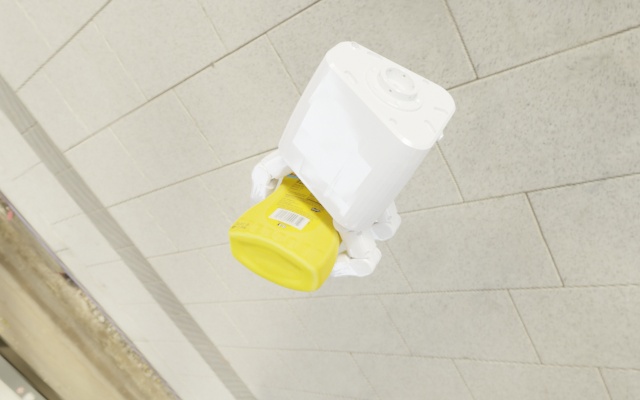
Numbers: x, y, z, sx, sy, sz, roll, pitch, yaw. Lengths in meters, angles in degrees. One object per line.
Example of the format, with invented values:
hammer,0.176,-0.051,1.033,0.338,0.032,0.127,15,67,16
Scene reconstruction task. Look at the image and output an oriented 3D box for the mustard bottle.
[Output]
mustard bottle,0.000,0.002,0.481,0.096,0.058,0.191,19,43,21
